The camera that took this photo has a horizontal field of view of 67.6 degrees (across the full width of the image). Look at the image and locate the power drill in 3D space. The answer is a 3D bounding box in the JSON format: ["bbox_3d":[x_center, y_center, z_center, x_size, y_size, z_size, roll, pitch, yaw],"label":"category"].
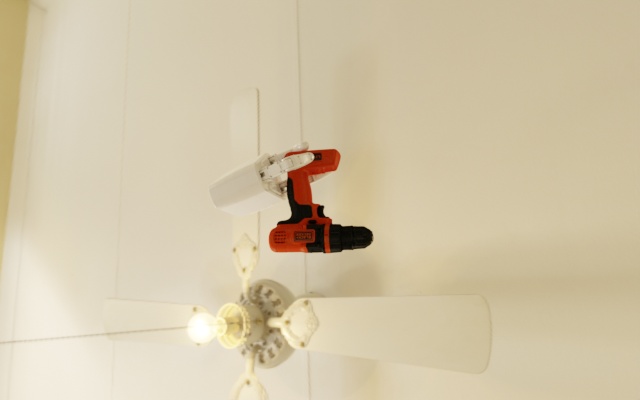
[{"bbox_3d":[0.000,0.002,0.855,0.184,0.187,0.057,-2,-20,7],"label":"power drill"}]
